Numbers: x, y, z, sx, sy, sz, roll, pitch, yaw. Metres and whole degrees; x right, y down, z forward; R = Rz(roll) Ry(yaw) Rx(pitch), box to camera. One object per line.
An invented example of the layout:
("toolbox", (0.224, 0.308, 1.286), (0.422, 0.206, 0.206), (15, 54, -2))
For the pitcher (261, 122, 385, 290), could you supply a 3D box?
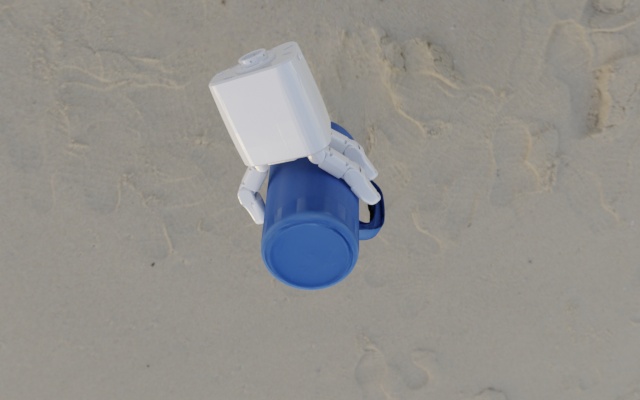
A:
("pitcher", (0.000, 0.002, 0.617), (0.149, 0.145, 0.242), (-16, 30, 10))
